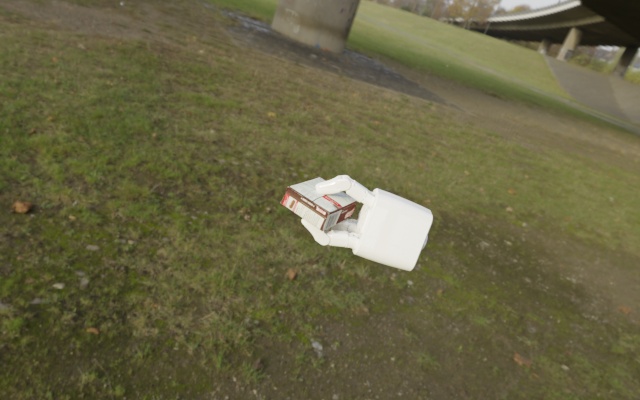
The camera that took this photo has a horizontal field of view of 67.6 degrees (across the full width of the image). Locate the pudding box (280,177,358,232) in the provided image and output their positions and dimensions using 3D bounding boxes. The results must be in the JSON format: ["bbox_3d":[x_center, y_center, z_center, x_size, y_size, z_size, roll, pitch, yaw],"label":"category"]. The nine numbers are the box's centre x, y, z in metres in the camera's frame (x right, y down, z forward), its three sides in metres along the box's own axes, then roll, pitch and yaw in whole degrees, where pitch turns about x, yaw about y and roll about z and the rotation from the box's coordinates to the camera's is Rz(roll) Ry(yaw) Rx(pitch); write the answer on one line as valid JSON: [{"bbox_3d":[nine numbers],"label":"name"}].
[{"bbox_3d":[0.000,0.003,0.817,0.090,0.039,0.113,32,23,20],"label":"pudding box"}]
